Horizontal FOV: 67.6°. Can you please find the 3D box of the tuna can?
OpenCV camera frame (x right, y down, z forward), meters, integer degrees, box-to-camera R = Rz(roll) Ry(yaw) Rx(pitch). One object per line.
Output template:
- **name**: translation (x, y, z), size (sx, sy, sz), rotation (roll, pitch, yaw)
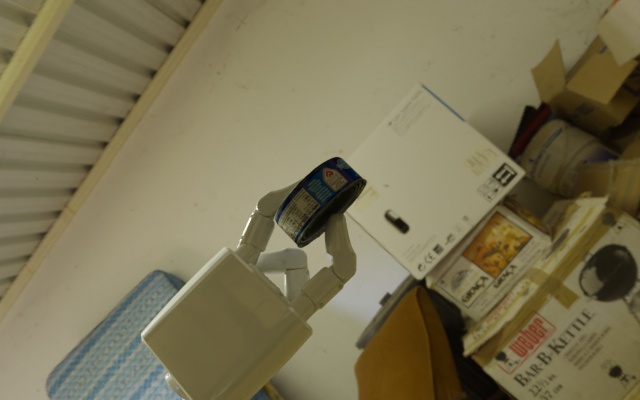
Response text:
- **tuna can**: translation (0.000, 0.001, 0.433), size (0.033, 0.086, 0.086), rotation (45, 11, 12)
